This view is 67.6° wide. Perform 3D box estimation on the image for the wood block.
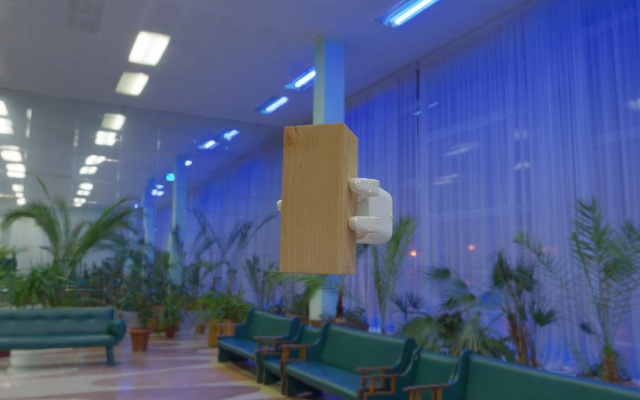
[{"bbox_3d":[0.000,0.002,0.692,0.091,0.206,0.090,-1,-8,18],"label":"wood block"}]
